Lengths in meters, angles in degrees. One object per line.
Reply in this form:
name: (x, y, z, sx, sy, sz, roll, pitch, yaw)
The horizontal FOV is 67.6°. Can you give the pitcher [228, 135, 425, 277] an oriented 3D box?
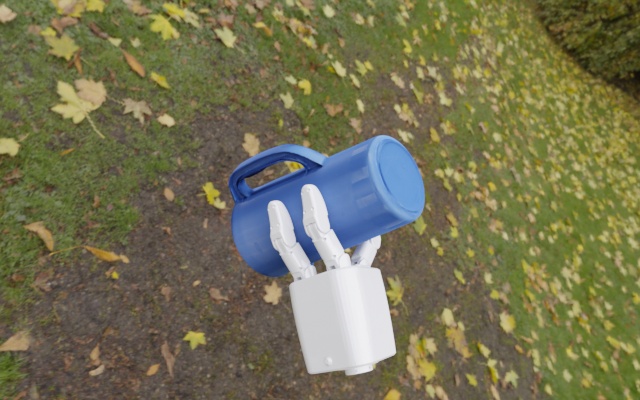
pitcher: (0.000, 0.002, 0.617, 0.243, 0.145, 0.149, -24, -22, 38)
